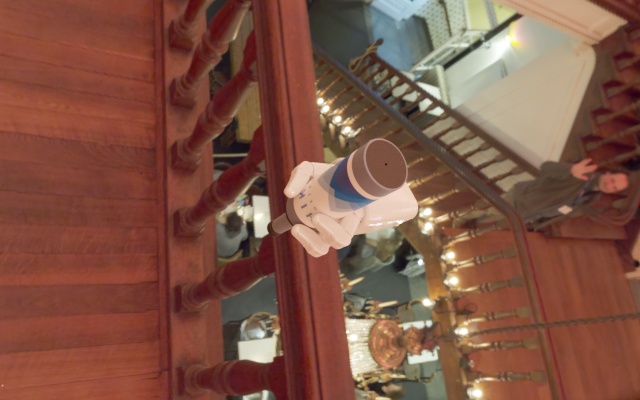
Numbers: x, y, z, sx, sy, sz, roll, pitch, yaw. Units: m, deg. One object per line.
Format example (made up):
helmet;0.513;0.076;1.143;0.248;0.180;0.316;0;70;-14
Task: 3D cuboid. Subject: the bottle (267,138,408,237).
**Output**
bottle;0.000;0.002;0.678;0.069;0.069;0.296;0;-18;-34
